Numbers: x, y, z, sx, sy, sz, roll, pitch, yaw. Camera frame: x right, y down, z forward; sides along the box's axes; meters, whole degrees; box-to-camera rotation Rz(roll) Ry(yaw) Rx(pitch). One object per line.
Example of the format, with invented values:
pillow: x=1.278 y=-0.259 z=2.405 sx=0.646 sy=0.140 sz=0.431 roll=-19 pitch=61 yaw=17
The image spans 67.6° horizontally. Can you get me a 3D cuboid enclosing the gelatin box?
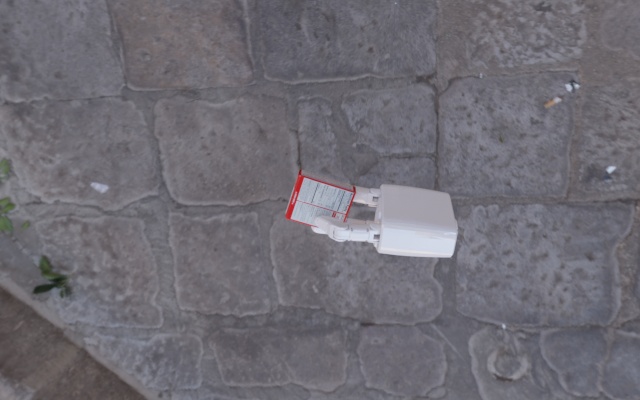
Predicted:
gelatin box: x=0.000 y=0.002 z=0.709 sx=0.089 sy=0.073 sz=0.030 roll=16 pitch=22 yaw=-8
